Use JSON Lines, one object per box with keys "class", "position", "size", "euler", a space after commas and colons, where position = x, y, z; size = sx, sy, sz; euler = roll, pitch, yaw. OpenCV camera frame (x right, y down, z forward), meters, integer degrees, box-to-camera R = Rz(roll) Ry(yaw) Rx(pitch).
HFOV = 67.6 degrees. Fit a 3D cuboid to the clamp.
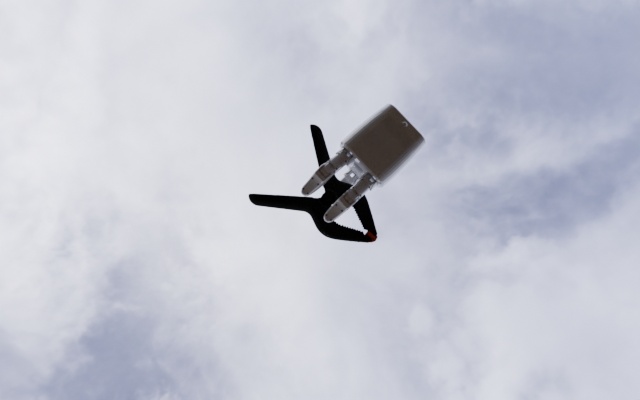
{"class": "clamp", "position": [0.001, 0.003, 0.771], "size": [0.164, 0.210, 0.036], "euler": [-43, -4, -4]}
